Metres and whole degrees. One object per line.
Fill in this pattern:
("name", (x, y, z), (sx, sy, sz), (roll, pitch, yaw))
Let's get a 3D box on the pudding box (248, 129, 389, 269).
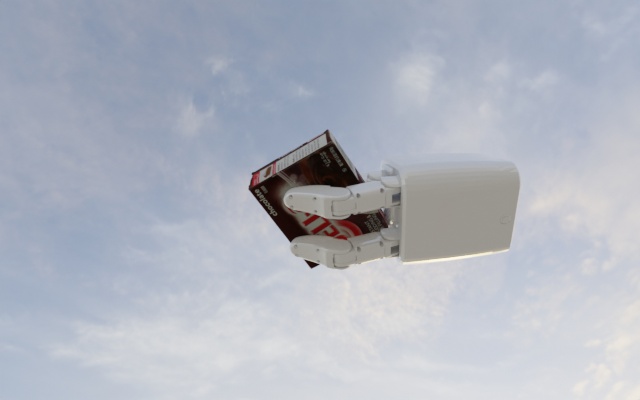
("pudding box", (0.000, 0.001, 0.457), (0.090, 0.113, 0.039), (-29, 26, 13))
